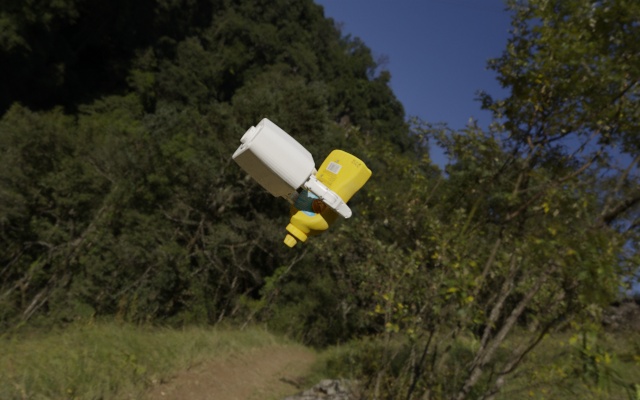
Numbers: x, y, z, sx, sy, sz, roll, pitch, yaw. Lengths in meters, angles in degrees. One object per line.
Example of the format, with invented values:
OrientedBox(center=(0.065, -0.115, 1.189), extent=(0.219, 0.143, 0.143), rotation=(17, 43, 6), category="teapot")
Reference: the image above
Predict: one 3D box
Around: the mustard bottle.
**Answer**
OrientedBox(center=(0.001, 0.003, 0.846), extent=(0.096, 0.191, 0.058), rotation=(31, -9, 48), category="mustard bottle")
